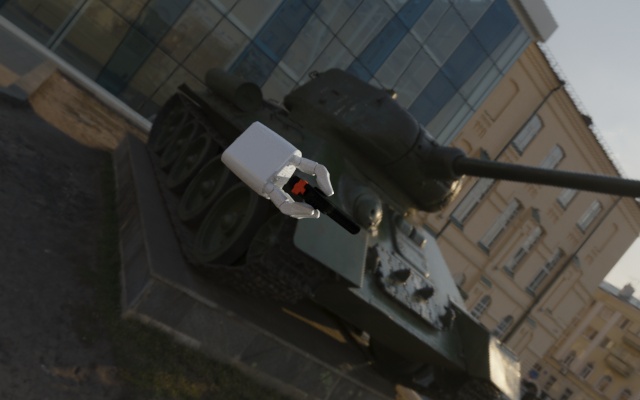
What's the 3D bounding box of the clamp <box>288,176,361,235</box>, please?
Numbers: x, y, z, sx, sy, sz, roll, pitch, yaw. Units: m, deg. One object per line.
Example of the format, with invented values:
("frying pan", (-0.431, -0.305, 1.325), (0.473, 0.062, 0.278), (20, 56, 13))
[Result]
("clamp", (0.000, 0.002, 0.895), (0.164, 0.036, 0.210), (38, 1, 13))
